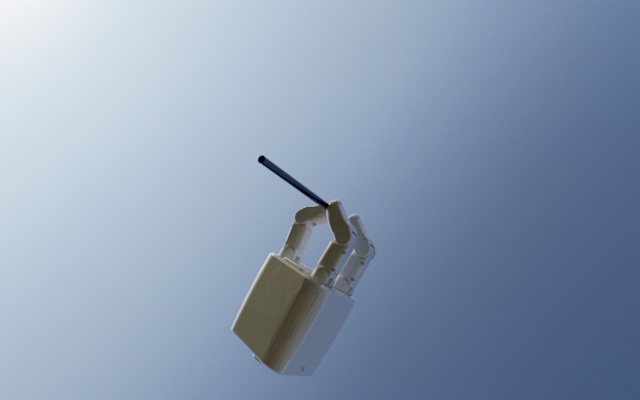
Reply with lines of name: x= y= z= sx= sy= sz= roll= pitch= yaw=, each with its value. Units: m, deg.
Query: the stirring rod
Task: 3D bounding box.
stirring rod: x=0.000 y=0.002 z=0.537 sx=0.011 sy=0.011 sz=0.240 roll=0 pitch=-19 yaw=29
